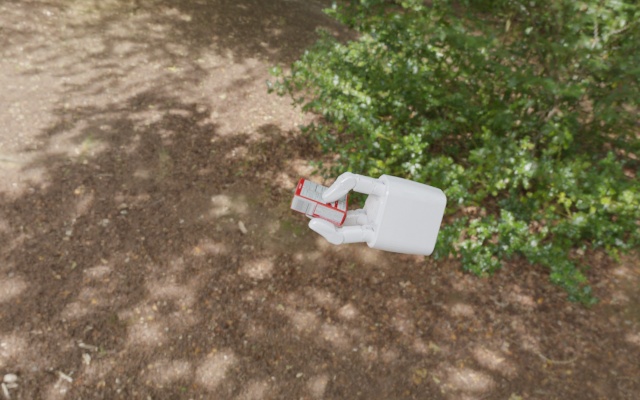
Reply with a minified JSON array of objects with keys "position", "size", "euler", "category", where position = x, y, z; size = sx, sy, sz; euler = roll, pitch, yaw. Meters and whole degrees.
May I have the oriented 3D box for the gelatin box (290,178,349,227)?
[{"position":[0.000,0.002,0.778],"size":[0.089,0.030,0.073],"euler":[20,24,-3],"category":"gelatin box"}]
